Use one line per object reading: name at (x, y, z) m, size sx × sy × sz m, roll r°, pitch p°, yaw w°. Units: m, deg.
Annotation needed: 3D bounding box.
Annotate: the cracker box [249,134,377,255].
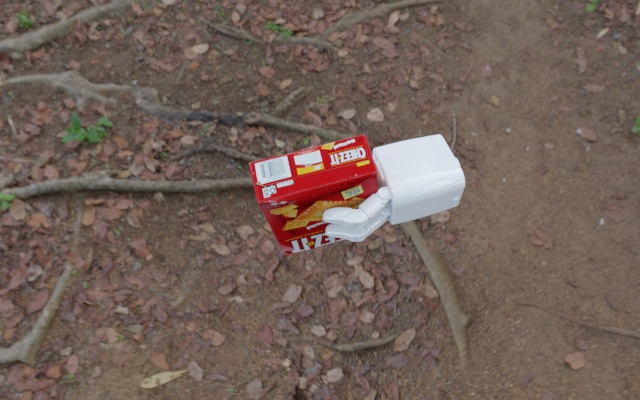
cracker box at (0.000, 0.002, 0.719) m, size 0.164 × 0.072 × 0.214 m, roll -14°, pitch -27°, yaw 0°
